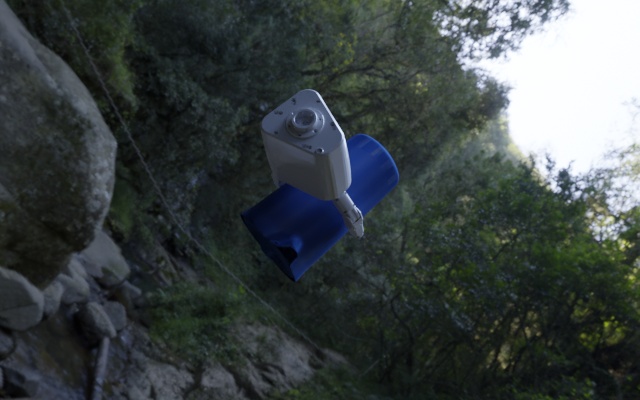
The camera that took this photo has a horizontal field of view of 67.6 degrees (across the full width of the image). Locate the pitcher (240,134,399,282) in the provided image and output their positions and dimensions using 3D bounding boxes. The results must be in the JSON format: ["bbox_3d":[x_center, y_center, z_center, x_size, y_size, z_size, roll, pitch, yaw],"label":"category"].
[{"bbox_3d":[0.000,0.002,0.767,0.243,0.149,0.145,-39,-28,-15],"label":"pitcher"}]
